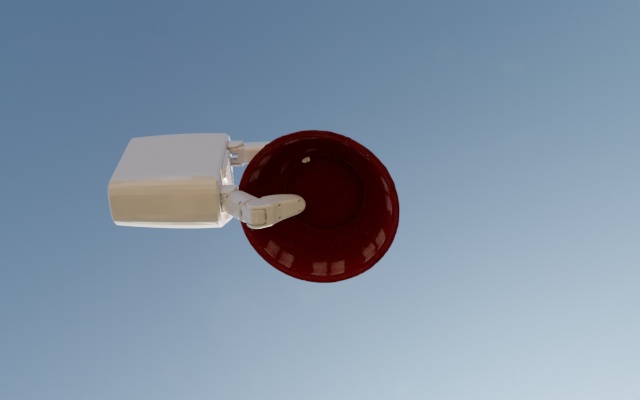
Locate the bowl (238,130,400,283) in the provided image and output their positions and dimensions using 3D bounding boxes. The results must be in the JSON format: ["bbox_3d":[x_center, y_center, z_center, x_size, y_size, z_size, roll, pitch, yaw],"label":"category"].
[{"bbox_3d":[0.001,0.002,0.491,0.162,0.162,0.055,0,21,10],"label":"bowl"}]
